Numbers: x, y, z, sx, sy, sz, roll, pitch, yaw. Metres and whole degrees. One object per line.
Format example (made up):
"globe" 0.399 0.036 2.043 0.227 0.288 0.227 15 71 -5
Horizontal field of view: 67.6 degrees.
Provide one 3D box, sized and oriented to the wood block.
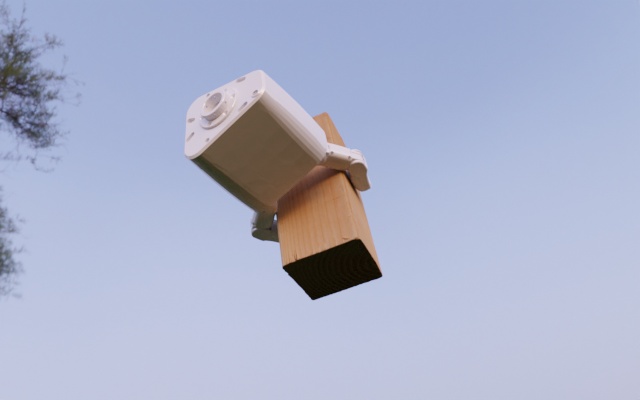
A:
"wood block" 0.000 0.001 0.584 0.091 0.206 0.090 -21 -42 11
